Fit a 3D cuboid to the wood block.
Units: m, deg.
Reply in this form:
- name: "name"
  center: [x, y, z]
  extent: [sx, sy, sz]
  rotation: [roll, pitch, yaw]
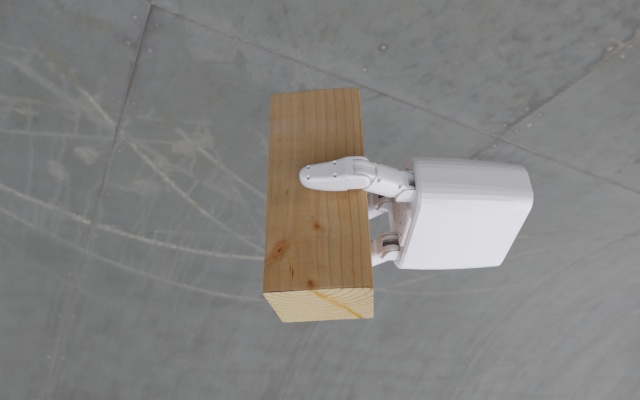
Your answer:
- name: "wood block"
  center: [0.000, 0.001, 0.461]
  extent: [0.090, 0.206, 0.091]
  rotation: [-4, -29, 5]
